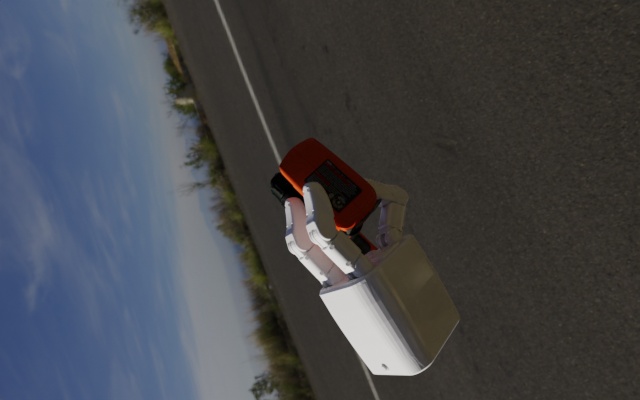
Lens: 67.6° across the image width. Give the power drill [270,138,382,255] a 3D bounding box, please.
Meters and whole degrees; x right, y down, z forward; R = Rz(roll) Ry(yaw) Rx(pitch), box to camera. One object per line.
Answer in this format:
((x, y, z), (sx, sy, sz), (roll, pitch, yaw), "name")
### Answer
((0.000, 0.002, 0.570), (0.184, 0.057, 0.188), (41, -13, 16), "power drill")
